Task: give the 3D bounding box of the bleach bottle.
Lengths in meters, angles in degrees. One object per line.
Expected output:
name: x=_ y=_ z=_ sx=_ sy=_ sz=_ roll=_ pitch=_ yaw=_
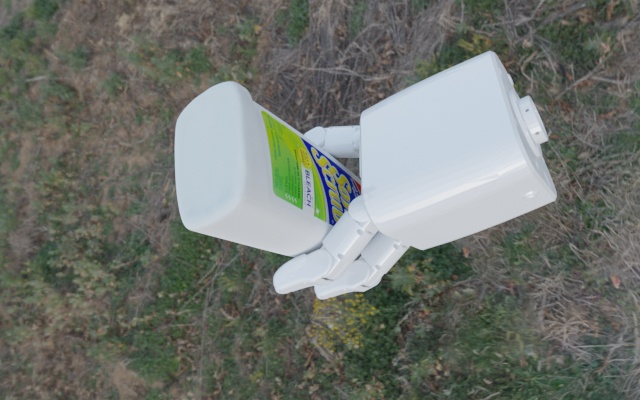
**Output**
bleach bottle: x=0.000 y=0.001 z=0.401 sx=0.068 sy=0.102 sz=0.251 roll=-24 pitch=-27 yaw=30
